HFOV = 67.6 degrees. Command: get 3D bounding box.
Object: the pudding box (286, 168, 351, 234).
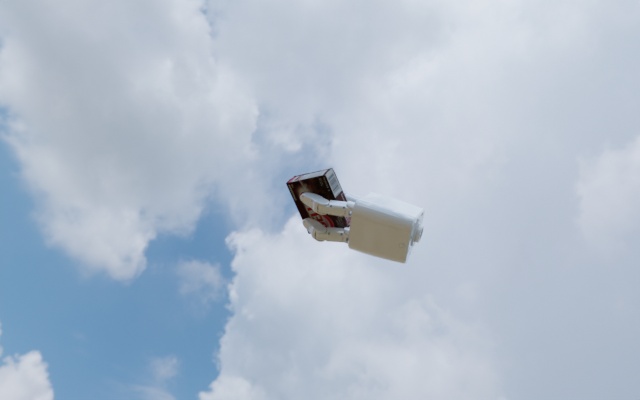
[{"bbox_3d":[0.000,0.003,0.873,0.090,0.113,0.039,-11,20,34],"label":"pudding box"}]
